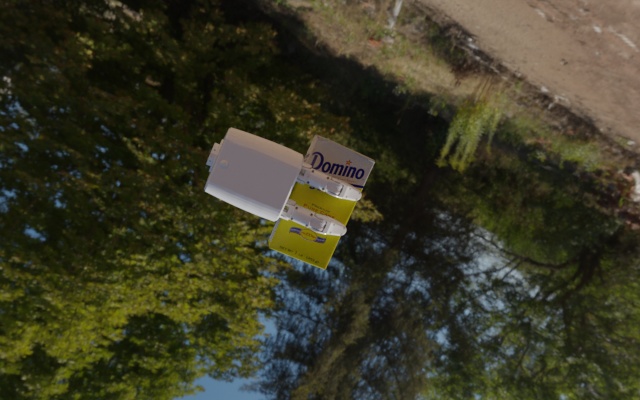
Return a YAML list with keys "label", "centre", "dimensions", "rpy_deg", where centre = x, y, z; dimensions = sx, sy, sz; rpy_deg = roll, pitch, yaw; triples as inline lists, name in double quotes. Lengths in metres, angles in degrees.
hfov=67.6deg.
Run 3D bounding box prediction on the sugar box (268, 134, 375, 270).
- label: "sugar box"
  centre: [0.000, 0.002, 0.698]
  dimensions: [0.093, 0.176, 0.048]
  rpy_deg: [22, 8, -12]
